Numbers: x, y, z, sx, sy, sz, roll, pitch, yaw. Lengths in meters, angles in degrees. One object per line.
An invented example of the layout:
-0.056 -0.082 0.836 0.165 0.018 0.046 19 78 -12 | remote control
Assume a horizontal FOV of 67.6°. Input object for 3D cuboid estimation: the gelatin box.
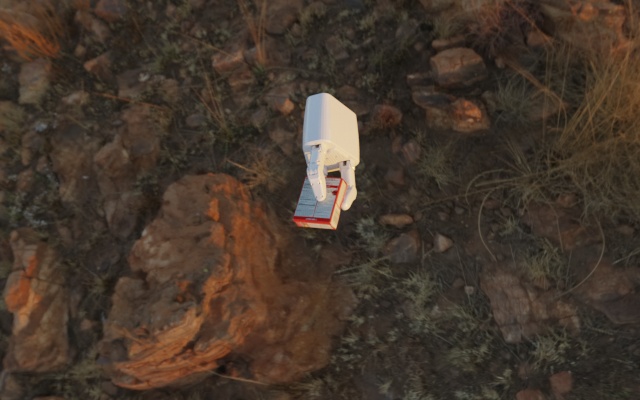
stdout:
0.000 0.003 0.822 0.073 0.089 0.030 4 -26 27 | gelatin box
